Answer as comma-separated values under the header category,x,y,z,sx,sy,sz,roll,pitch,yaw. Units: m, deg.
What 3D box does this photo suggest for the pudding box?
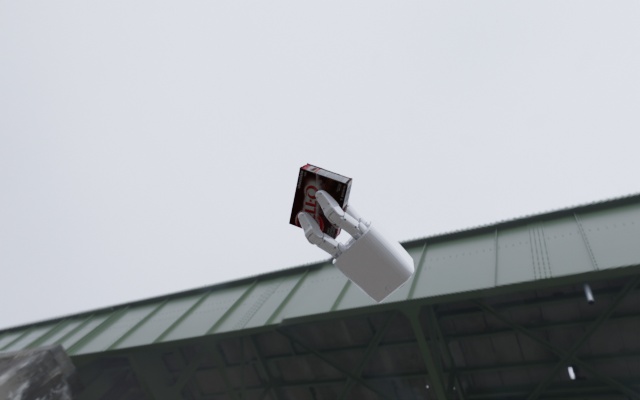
category,x,y,z,sx,sy,sz,roll,pitch,yaw
pudding box,0.000,0.003,0.822,0.090,0.113,0.039,19,24,15
